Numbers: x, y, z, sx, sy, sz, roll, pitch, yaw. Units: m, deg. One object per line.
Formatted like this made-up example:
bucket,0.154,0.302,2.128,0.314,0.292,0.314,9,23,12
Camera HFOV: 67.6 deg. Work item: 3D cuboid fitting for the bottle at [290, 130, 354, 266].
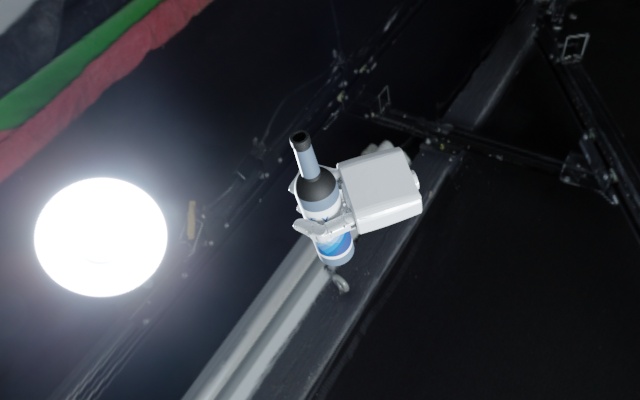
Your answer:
bottle,0.000,0.003,0.755,0.069,0.069,0.296,0,-37,14
